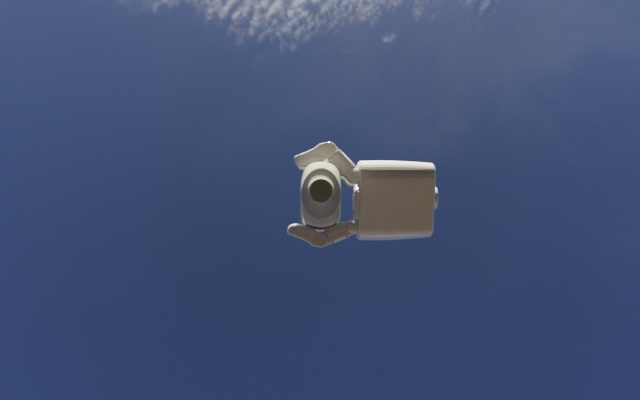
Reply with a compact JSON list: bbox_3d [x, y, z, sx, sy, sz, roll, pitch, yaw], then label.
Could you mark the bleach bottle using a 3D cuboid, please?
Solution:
[{"bbox_3d":[0.000,0.002,0.692,0.068,0.102,0.251,1,-2,0],"label":"bleach bottle"}]
